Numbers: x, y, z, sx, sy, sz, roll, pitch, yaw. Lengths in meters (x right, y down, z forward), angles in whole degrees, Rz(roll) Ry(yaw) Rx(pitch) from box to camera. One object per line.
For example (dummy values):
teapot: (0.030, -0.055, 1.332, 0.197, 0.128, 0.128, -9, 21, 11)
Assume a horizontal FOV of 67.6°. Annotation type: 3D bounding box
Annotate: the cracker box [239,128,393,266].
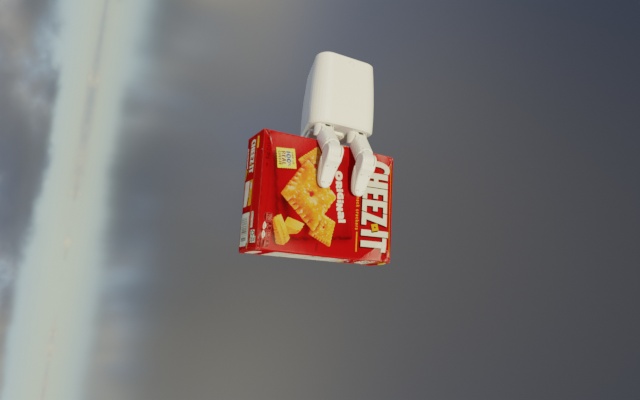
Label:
cracker box: (0.000, 0.002, 0.682, 0.214, 0.164, 0.072, 9, -12, -27)
